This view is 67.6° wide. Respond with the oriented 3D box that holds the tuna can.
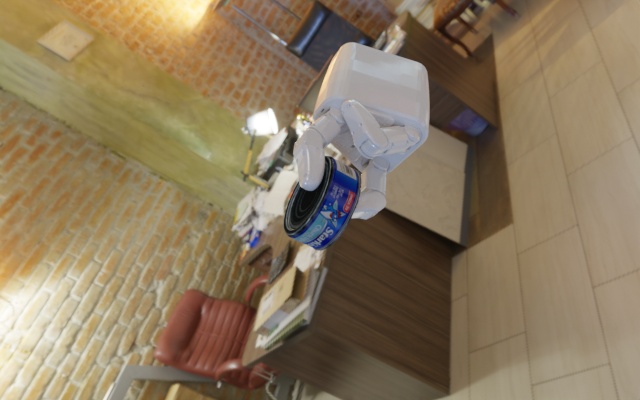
[{"bbox_3d":[0.000,0.001,0.450,0.034,0.086,0.086,27,-10,-21],"label":"tuna can"}]
